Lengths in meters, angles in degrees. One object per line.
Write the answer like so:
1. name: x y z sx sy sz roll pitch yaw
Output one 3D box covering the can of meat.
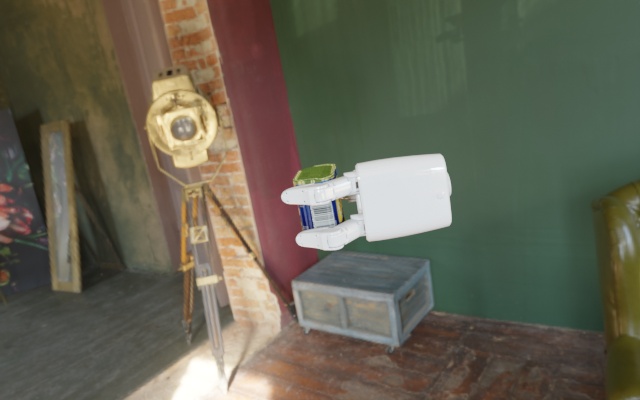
1. can of meat: 0.000 0.002 0.627 0.057 0.084 0.102 -8 14 5
